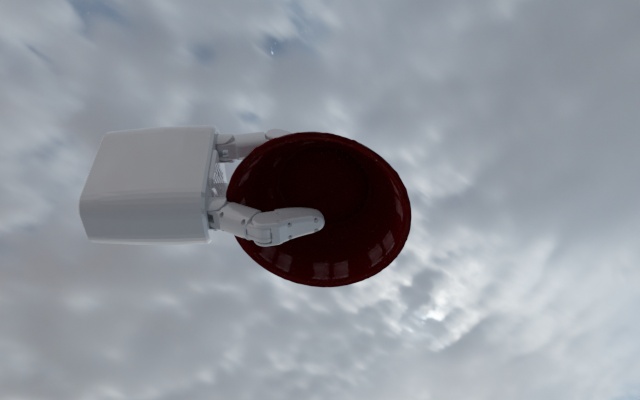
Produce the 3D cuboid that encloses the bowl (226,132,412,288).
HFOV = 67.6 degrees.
[{"bbox_3d":[0.001,0.002,0.433,0.162,0.162,0.055,0,33,8],"label":"bowl"}]
